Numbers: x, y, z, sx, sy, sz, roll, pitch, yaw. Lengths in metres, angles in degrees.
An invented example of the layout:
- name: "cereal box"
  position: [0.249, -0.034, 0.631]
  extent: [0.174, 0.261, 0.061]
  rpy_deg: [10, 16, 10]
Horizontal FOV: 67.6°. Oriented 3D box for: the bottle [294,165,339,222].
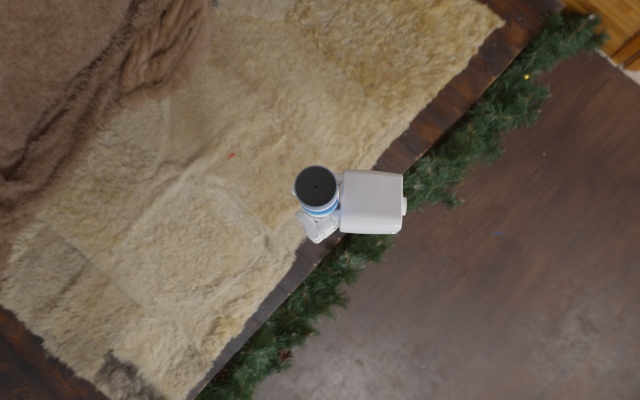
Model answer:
- name: "bottle"
  position: [0.000, 0.003, 0.864]
  extent: [0.069, 0.069, 0.296]
  rpy_deg: [0, -9, 3]
